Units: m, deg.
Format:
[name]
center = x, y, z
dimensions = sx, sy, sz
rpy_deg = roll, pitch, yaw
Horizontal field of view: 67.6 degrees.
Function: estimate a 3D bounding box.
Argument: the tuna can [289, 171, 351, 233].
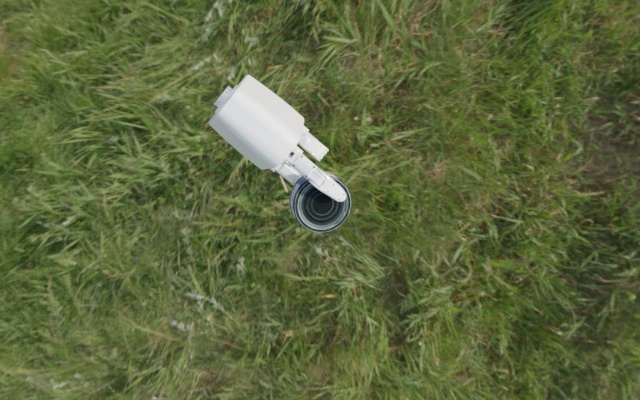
[tuna can]
center = 0.000, 0.002, 0.686
dimensions = 0.086, 0.086, 0.033
rpy_deg = 0, 14, -13
